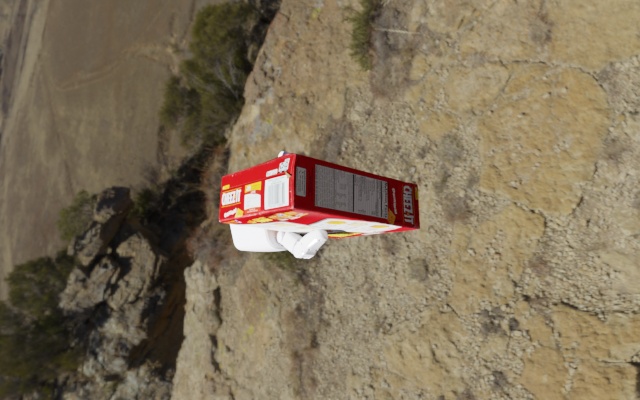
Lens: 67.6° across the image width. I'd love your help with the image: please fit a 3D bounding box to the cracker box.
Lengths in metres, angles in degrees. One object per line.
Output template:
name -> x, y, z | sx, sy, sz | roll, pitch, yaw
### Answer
cracker box -> 0.000, 0.002, 0.632 | 0.214, 0.072, 0.164 | 10, -14, -39
